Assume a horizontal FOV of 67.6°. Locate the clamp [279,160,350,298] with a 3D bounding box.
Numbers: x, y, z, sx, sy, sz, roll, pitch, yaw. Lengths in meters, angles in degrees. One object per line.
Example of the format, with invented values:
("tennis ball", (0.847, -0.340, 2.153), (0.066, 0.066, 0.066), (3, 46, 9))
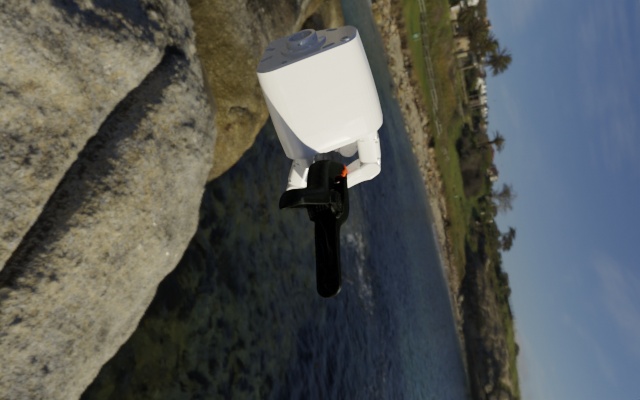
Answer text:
("clamp", (0.001, 0.002, 0.498), (0.039, 0.120, 0.171), (-9, 38, 14))
